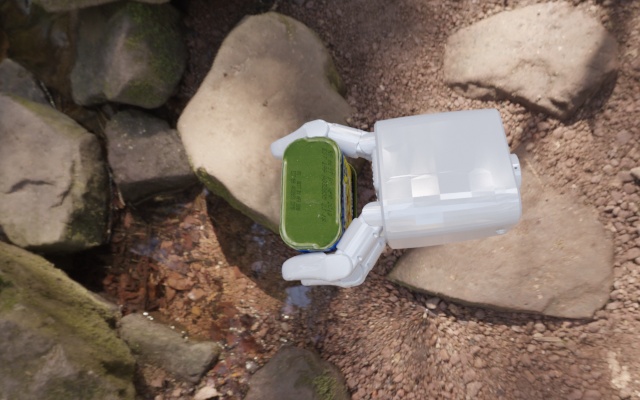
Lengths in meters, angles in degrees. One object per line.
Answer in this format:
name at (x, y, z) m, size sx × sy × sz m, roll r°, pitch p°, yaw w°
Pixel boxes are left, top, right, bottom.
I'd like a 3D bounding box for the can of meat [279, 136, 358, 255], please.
can of meat at (0.000, 0.001, 0.430) m, size 0.057 × 0.102 × 0.084 m, roll -3°, pitch -13°, yaw 11°
